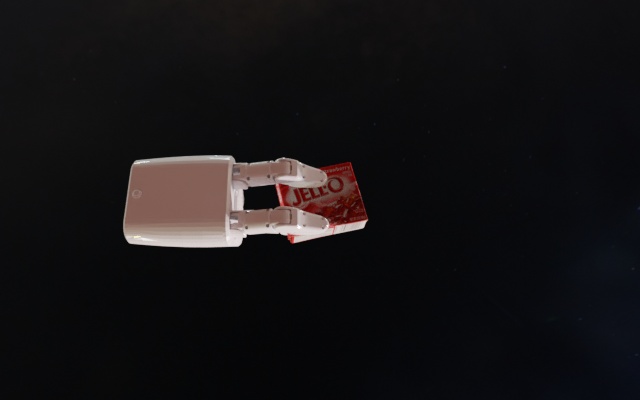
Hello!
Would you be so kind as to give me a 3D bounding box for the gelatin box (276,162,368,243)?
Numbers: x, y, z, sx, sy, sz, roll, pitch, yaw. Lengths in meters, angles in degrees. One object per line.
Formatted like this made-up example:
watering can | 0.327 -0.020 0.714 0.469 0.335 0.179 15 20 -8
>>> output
gelatin box | 0.000 0.002 0.536 0.089 0.073 0.030 -11 -21 -11
